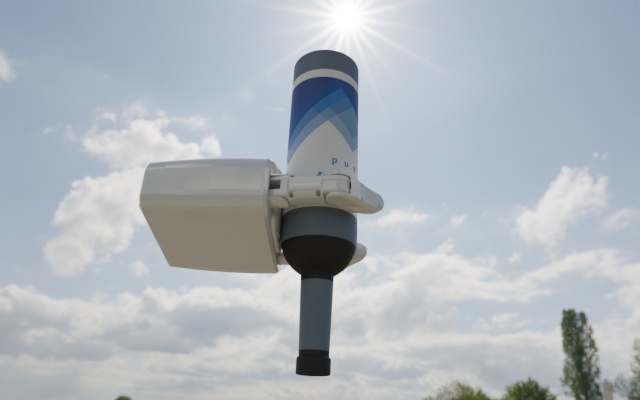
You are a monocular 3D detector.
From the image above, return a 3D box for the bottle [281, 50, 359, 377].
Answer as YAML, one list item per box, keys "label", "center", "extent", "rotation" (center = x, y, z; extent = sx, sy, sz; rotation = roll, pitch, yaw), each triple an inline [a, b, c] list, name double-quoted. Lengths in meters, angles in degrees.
- label: "bottle"
  center: [0.000, 0.001, 0.430]
  extent: [0.069, 0.295, 0.069]
  rotation: [2, -24, 1]
